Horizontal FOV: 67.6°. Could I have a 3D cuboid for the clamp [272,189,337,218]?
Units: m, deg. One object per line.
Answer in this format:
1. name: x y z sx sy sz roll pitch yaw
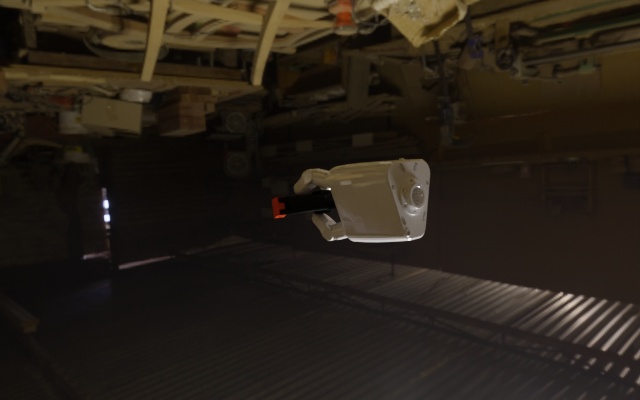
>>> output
1. clamp: 0.000 0.003 0.750 0.210 0.036 0.164 -7 0 -41
